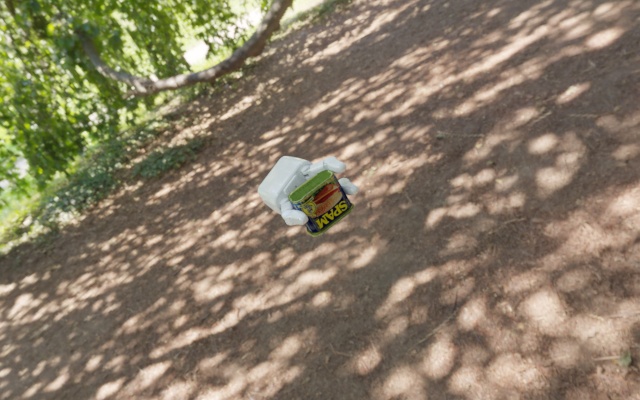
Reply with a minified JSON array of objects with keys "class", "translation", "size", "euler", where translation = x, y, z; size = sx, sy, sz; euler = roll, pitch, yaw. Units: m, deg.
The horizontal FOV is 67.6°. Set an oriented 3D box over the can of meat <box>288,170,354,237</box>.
[{"class":"can of meat","translation":[0.000,0.003,0.896],"size":[0.102,0.084,0.057],"euler":[-37,27,-12]}]
